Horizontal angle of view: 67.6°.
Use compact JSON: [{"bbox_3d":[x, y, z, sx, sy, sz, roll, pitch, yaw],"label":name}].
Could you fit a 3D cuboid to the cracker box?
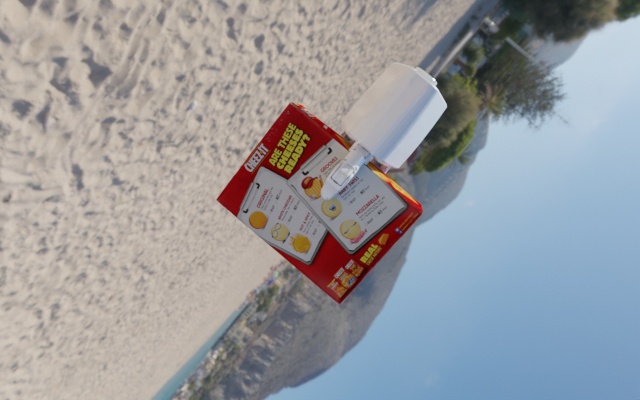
[{"bbox_3d":[0.000,0.002,0.630,0.213,0.164,0.072,40,13,2],"label":"cracker box"}]
